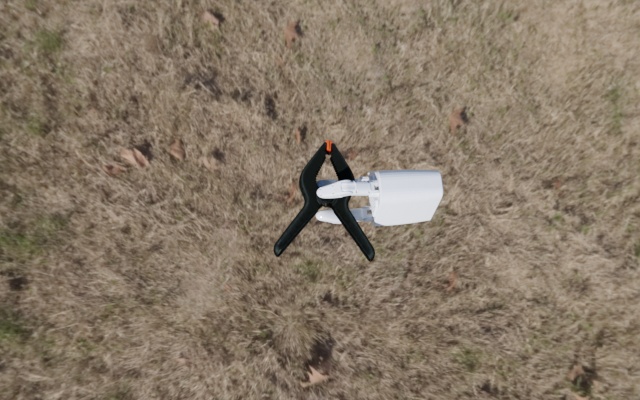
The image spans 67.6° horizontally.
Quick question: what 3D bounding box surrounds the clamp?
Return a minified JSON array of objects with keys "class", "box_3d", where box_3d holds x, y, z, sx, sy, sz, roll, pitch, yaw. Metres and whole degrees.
[{"class":"clamp","box_3d":[0.000,0.002,0.797,0.164,0.210,0.036,-3,-14,-5]}]
